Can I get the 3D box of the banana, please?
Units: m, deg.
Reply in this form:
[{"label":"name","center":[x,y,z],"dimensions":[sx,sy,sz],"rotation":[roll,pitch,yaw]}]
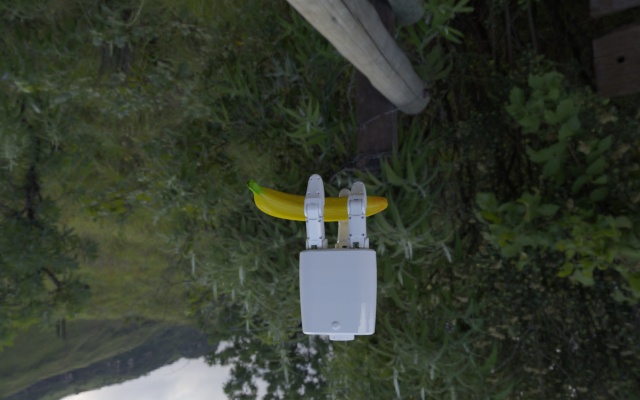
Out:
[{"label":"banana","center":[-0.007,0.007,0.675],"dimensions":[0.198,0.037,0.070],"rotation":[6,-18,-12]}]
